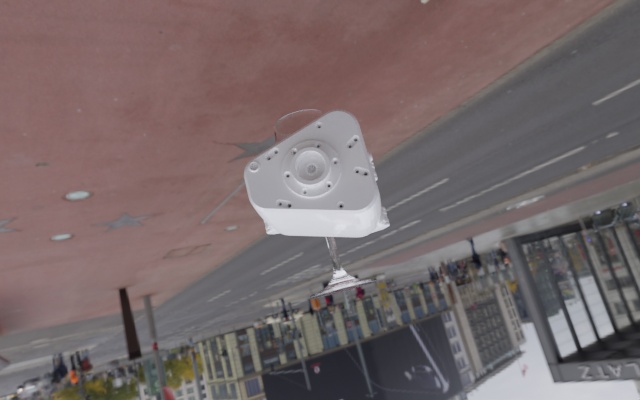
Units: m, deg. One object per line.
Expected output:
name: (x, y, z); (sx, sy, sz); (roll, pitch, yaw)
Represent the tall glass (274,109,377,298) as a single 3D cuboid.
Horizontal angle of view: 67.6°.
tall glass: (0.000, 0.002, 0.534); (0.079, 0.201, 0.079); (-14, -14, -3)
